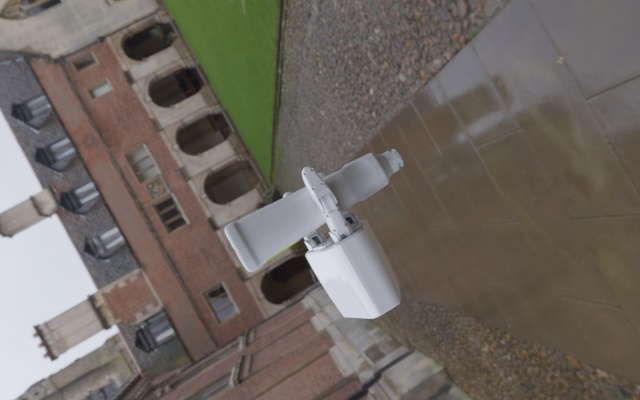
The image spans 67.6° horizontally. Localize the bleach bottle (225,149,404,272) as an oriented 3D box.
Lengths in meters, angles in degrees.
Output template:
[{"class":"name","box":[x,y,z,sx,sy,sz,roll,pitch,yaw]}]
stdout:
[{"class":"bleach bottle","box":[0.000,0.002,0.633,0.251,0.068,0.102,-30,1,-8]}]
